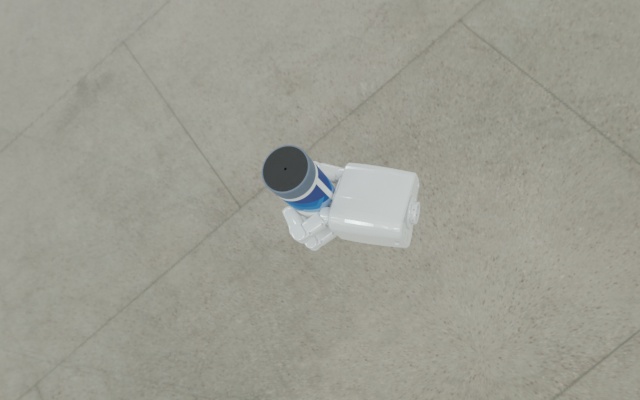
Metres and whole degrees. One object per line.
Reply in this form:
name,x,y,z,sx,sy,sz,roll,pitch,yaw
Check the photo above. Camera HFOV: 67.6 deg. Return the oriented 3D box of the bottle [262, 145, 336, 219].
bottle,0.000,0.002,0.740,0.069,0.069,0.296,0,-17,19
